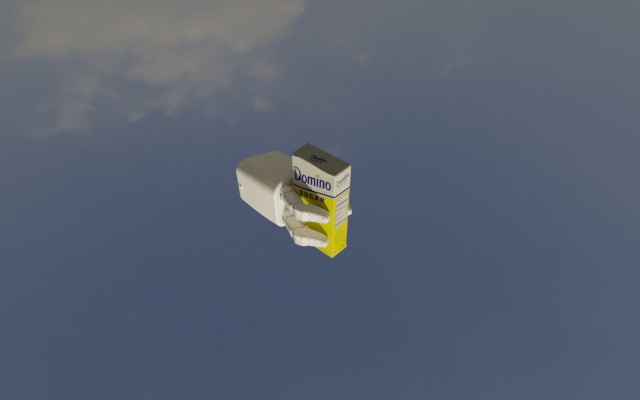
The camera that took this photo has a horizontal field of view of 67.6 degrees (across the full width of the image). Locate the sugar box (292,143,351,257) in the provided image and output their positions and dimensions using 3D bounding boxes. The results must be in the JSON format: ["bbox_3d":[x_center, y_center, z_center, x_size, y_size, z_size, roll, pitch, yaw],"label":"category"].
[{"bbox_3d":[0.000,0.003,0.785,0.093,0.176,0.048,30,51,31],"label":"sugar box"}]
